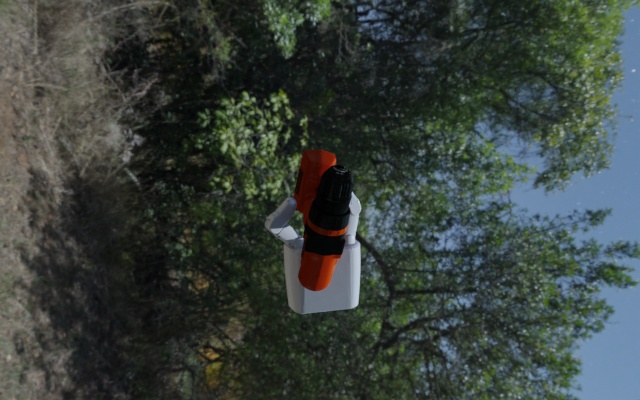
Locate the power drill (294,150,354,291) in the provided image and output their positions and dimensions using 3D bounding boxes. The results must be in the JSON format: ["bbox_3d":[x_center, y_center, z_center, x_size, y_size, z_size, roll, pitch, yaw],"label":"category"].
[{"bbox_3d":[0.000,0.002,0.663,0.057,0.184,0.187,9,31,-9],"label":"power drill"}]
